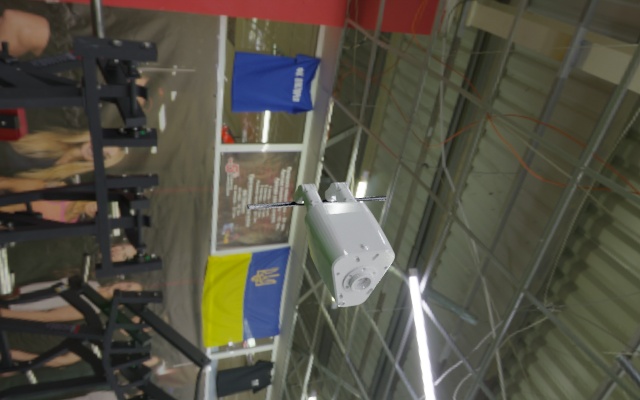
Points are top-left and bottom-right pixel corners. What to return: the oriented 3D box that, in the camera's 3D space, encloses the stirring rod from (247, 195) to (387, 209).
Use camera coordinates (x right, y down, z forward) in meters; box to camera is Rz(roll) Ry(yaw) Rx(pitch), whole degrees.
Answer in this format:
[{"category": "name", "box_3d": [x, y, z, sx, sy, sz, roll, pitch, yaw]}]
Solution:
[{"category": "stirring rod", "box_3d": [0.000, 0.003, 0.777, 0.239, 0.011, 0.011, -4, 1, -22]}]
